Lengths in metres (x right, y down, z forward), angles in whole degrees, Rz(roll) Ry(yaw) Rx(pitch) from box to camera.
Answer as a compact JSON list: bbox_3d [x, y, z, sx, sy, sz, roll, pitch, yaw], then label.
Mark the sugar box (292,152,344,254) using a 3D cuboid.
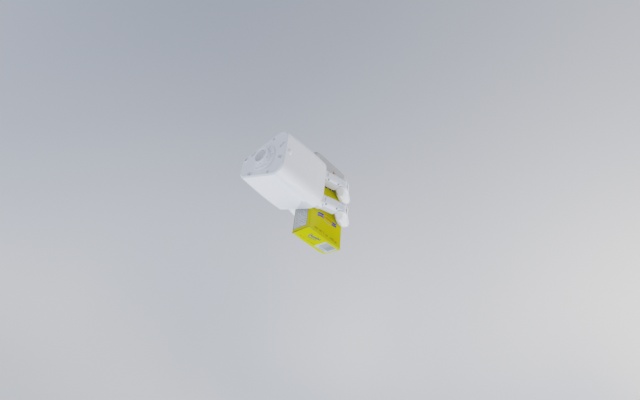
[{"bbox_3d":[0.000,0.003,0.894,0.048,0.176,0.093,-20,-42,34],"label":"sugar box"}]
